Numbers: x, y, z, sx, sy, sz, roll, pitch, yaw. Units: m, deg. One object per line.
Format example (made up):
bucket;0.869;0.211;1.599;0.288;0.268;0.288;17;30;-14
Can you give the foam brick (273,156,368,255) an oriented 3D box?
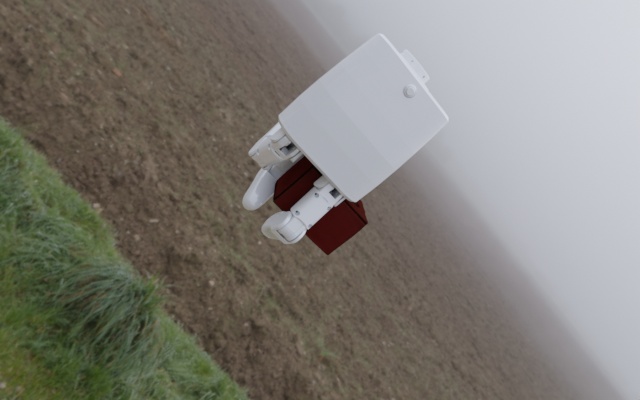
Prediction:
foam brick;0.000;0.002;0.452;0.051;0.078;0.053;-39;19;13
